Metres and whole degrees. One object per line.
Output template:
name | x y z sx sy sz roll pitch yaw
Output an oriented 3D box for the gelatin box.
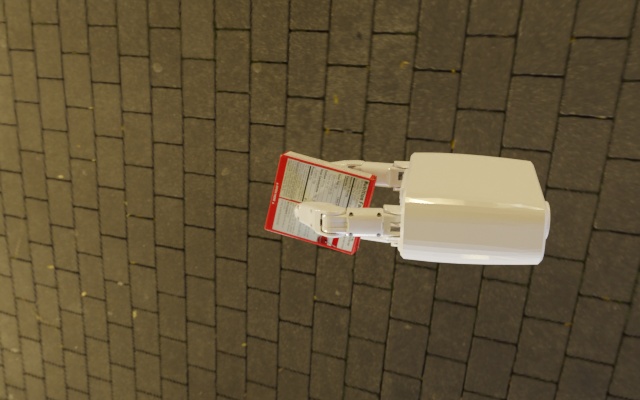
gelatin box | 0.000 0.001 0.439 0.089 0.073 0.030 15 15 7
